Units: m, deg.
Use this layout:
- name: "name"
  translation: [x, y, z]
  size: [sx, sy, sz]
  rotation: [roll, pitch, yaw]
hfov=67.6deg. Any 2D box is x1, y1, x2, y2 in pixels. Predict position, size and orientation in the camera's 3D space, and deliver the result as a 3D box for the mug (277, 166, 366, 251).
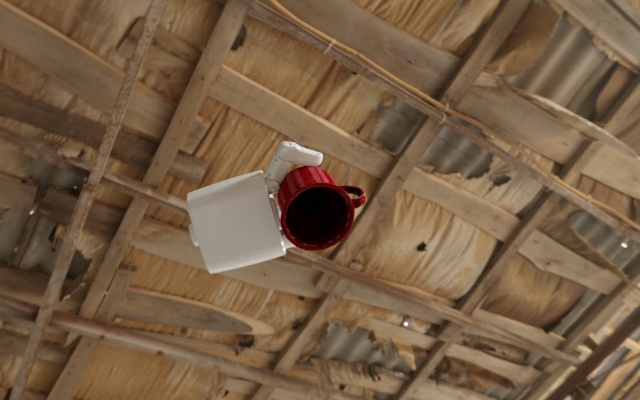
- name: "mug"
  translation: [0.001, 0.002, 0.620]
  size: [0.117, 0.093, 0.081]
  rotation: [-15, 26, -7]
